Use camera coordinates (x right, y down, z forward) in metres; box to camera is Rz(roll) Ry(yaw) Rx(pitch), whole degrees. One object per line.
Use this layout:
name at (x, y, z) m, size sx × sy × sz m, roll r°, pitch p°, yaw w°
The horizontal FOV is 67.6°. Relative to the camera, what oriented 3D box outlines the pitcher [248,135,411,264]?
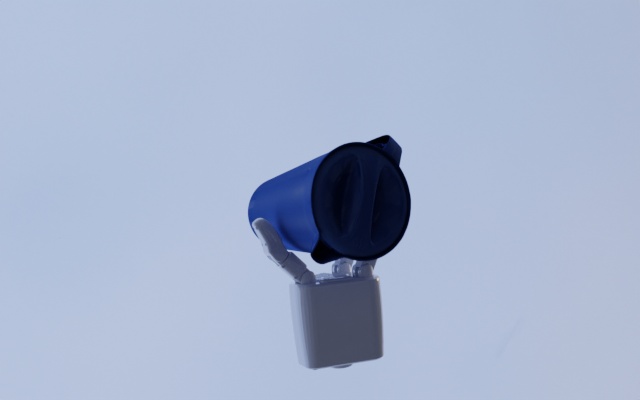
pitcher at (0.000, 0.002, 0.630) m, size 0.149 × 0.145 × 0.243 m, roll -7°, pitch -1°, yaw -29°
